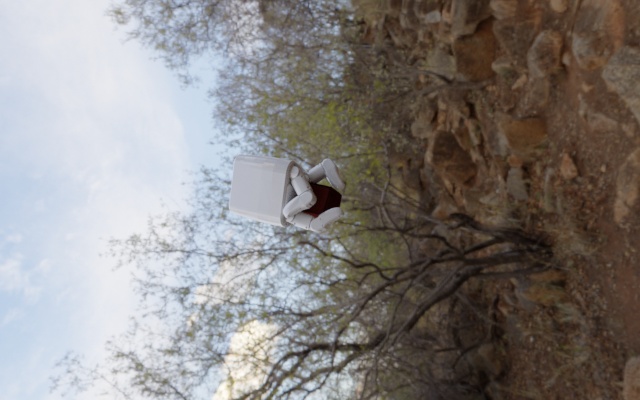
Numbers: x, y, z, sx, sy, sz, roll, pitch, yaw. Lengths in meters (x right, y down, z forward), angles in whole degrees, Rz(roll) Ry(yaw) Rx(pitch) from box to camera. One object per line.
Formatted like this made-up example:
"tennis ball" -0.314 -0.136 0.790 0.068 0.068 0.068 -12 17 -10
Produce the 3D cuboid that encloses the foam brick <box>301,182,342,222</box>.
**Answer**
"foam brick" 0.000 0.003 0.846 0.051 0.053 0.078 11 -8 19
